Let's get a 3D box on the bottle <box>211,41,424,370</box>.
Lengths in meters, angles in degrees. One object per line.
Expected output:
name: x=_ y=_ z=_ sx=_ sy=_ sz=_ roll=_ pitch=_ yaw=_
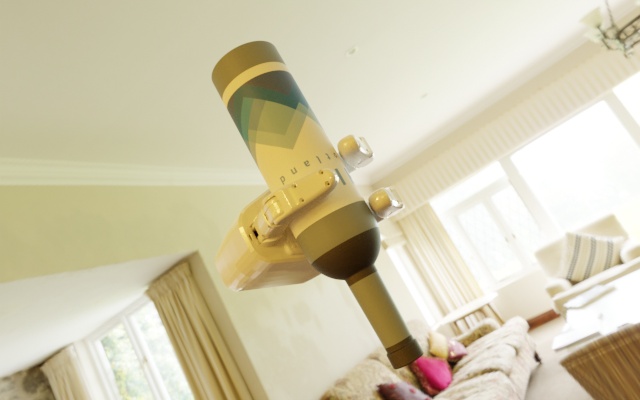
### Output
bottle: x=0.000 y=0.001 z=0.408 sx=0.069 sy=0.295 sz=0.069 roll=-28 pitch=-12 yaw=-7
